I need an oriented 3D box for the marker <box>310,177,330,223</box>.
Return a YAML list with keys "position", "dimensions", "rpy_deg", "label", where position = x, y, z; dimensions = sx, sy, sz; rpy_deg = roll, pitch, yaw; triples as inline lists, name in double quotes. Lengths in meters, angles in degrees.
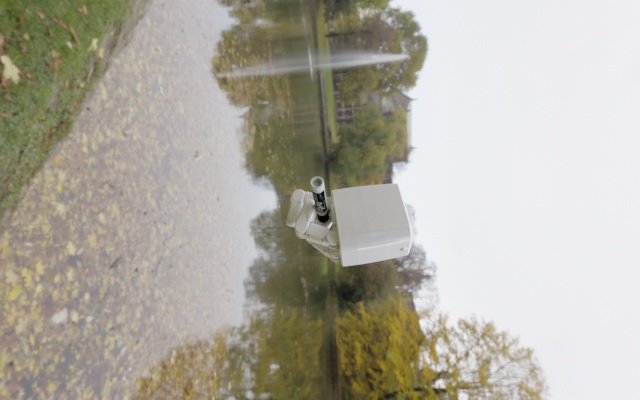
- position: [0.000, 0.002, 0.697]
  dimensions: [0.020, 0.020, 0.121]
  rpy_deg: [0, -27, 6]
  label: "marker"
